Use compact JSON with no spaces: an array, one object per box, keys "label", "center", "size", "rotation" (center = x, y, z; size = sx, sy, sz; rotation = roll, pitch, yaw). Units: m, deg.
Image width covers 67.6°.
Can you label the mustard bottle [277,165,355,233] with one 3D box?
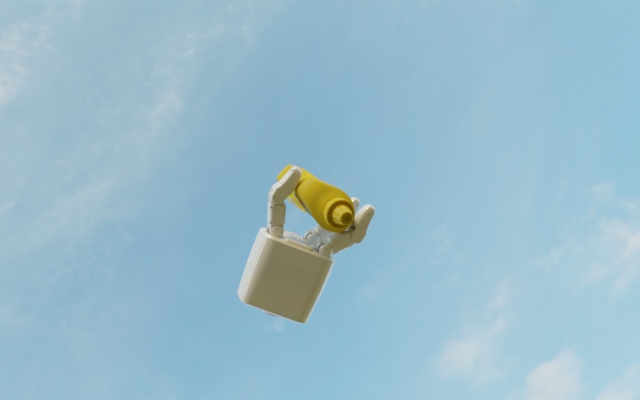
[{"label":"mustard bottle","center":[0.000,0.002,0.701],"size":[0.096,0.058,0.191],"rotation":[46,-5,-24]}]
